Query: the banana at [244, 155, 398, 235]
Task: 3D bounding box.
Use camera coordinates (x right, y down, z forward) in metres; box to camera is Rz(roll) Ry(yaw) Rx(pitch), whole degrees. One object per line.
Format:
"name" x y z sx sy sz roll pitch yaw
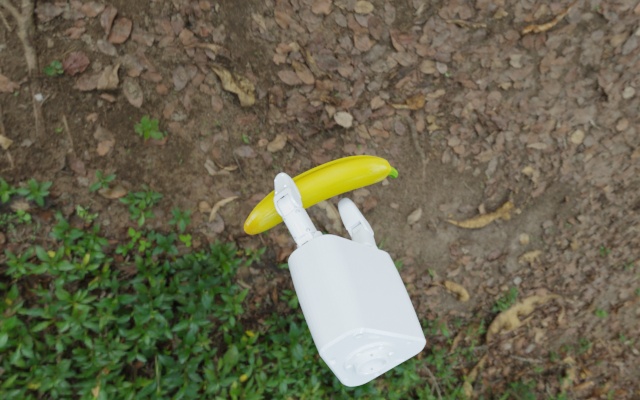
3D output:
"banana" 0.001 -0.010 0.547 0.198 0.037 0.070 -20 -37 -5
